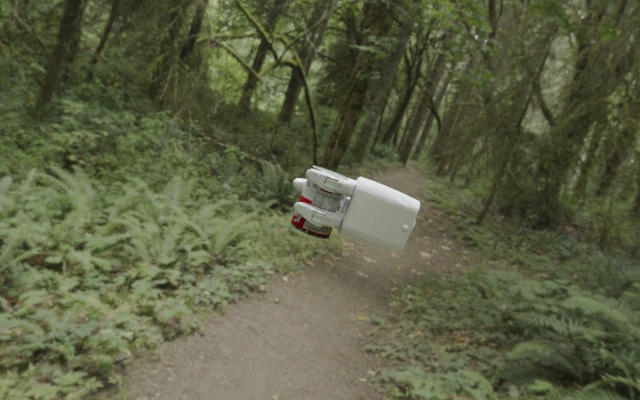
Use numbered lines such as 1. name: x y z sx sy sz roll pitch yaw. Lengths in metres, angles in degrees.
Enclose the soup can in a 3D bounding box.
1. soup can: 0.000 0.002 0.774 0.068 0.102 0.068 20 8 -3
